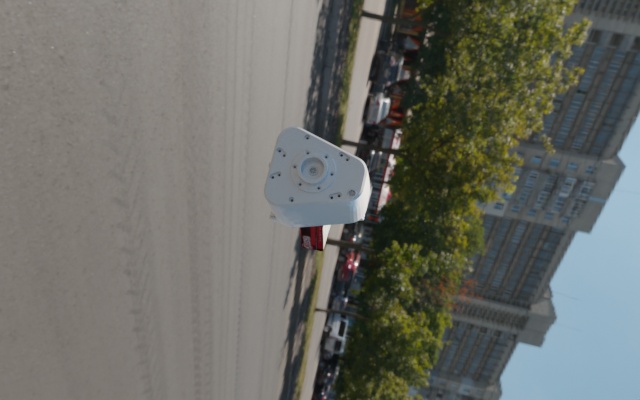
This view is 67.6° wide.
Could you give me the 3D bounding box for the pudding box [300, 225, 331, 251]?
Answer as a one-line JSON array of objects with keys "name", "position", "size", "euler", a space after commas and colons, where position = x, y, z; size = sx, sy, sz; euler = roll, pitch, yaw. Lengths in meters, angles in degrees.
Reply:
[{"name": "pudding box", "position": [0.000, 0.002, 0.686], "size": [0.039, 0.113, 0.090], "euler": [12, -40, 10]}]
